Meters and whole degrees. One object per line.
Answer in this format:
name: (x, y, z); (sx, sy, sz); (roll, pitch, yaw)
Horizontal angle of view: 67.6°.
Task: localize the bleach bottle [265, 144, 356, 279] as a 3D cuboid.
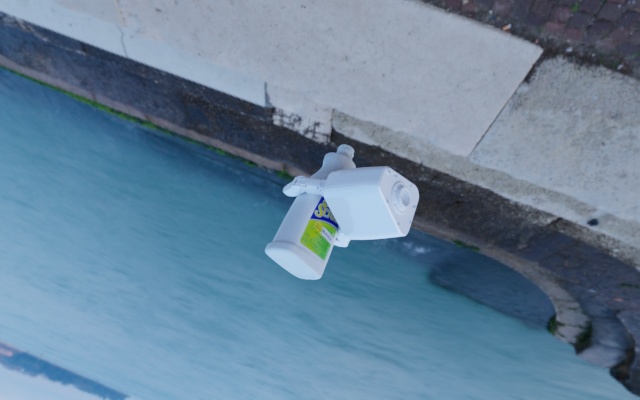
bleach bottle: (0.000, 0.003, 0.815); (0.068, 0.250, 0.103); (-6, -40, 43)
